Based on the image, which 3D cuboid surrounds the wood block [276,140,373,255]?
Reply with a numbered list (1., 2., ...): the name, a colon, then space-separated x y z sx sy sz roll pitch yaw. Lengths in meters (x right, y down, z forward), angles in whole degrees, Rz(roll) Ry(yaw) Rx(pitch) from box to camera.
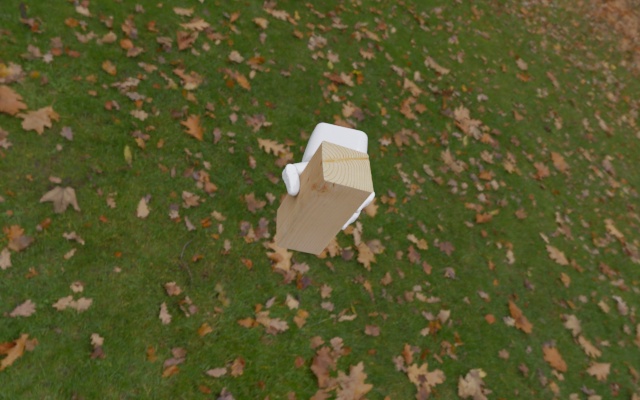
1. wood block: 0.000 0.002 0.850 0.091 0.090 0.206 14 -41 -20
